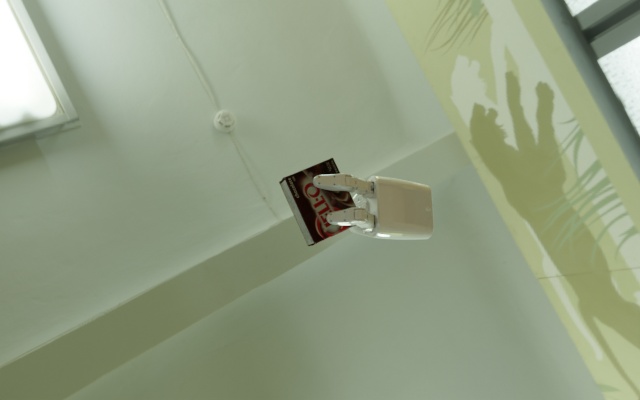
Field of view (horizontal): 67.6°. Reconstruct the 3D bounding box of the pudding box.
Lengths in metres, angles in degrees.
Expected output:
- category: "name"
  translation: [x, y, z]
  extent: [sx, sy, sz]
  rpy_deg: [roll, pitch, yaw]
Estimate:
- category: "pudding box"
  translation: [0.000, 0.002, 0.739]
  extent: [0.090, 0.113, 0.039]
  rpy_deg: [-24, -4, -26]
